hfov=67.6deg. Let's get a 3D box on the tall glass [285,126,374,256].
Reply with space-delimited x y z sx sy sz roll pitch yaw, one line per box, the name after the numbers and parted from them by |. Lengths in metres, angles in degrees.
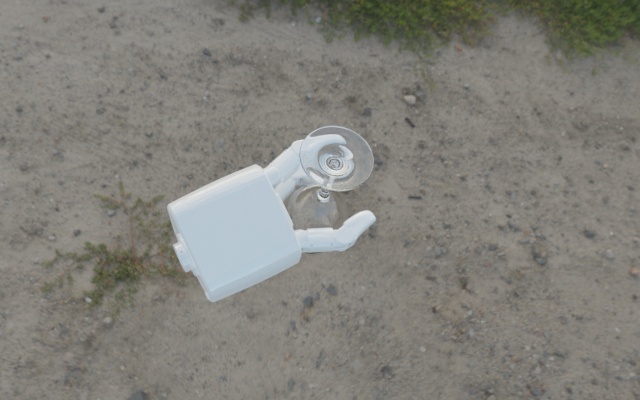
0.000 0.002 0.555 0.079 0.079 0.201 0 -26 -10 | tall glass
